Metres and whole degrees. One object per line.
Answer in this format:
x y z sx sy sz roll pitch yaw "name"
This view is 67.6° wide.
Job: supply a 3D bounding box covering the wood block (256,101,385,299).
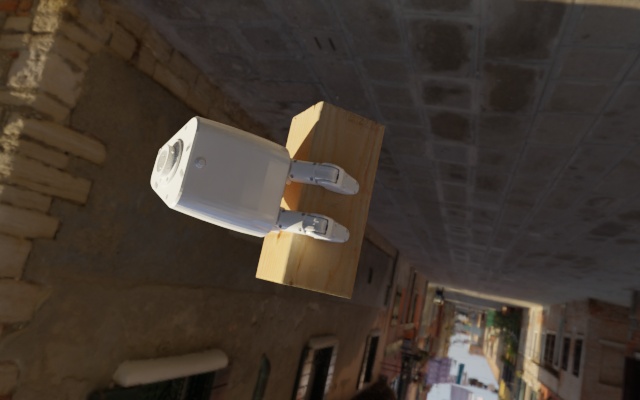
0.000 0.002 0.571 0.090 0.206 0.091 17 -11 -24 "wood block"
